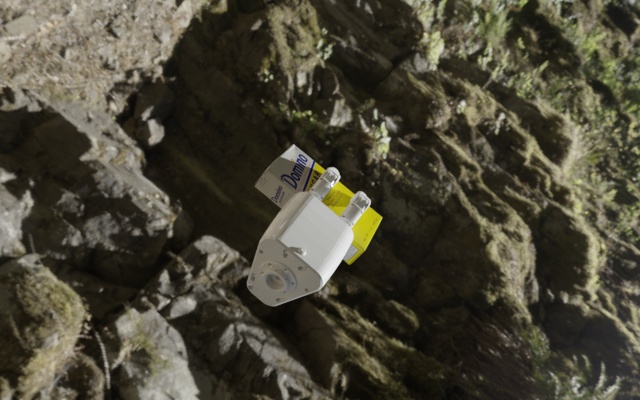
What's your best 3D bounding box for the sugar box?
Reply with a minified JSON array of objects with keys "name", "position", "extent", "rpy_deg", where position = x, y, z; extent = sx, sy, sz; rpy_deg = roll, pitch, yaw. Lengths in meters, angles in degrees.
[{"name":"sugar box","position":[0.000,0.002,0.694],"extent":[0.048,0.176,0.093],"rpy_deg":[-46,4,37]}]
